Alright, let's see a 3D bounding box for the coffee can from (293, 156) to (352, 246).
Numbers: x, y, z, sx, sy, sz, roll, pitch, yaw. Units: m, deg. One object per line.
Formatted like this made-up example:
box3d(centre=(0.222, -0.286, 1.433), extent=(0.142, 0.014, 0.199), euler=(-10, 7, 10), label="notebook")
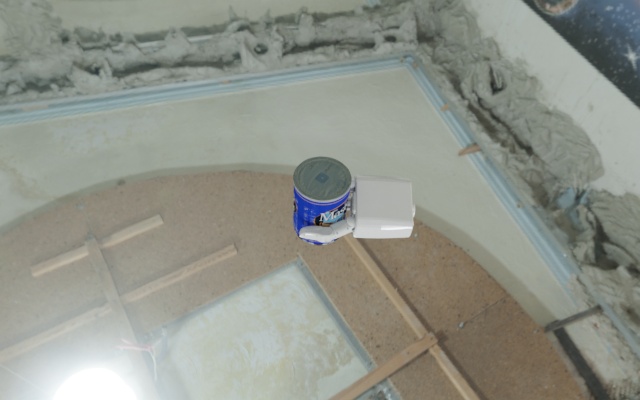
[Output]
box3d(centre=(0.000, 0.003, 0.887), extent=(0.103, 0.102, 0.140), euler=(0, -38, -4), label="coffee can")
